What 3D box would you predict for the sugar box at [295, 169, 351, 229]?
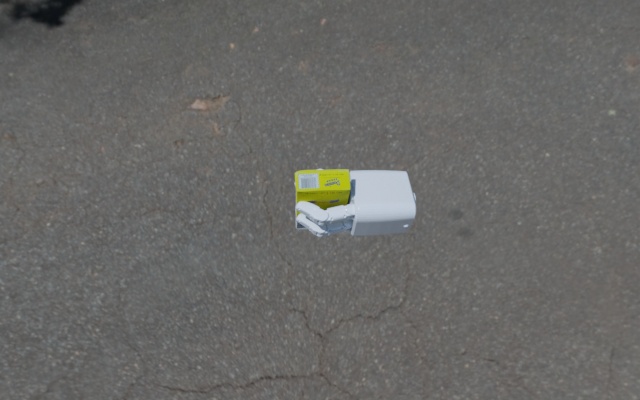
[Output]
[{"bbox_3d":[0.000,0.003,0.872,0.093,0.048,0.176,-1,-27,-3],"label":"sugar box"}]
